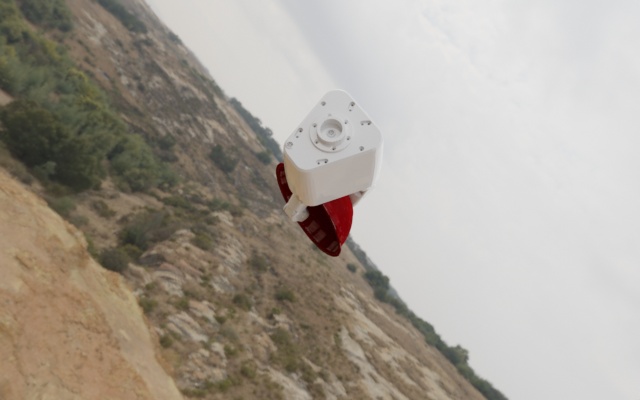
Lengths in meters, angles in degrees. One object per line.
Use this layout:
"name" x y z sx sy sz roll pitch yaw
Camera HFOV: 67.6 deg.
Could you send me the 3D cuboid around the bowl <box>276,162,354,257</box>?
"bowl" 0.000 0.002 0.712 0.055 0.162 0.162 -32 11 -19
